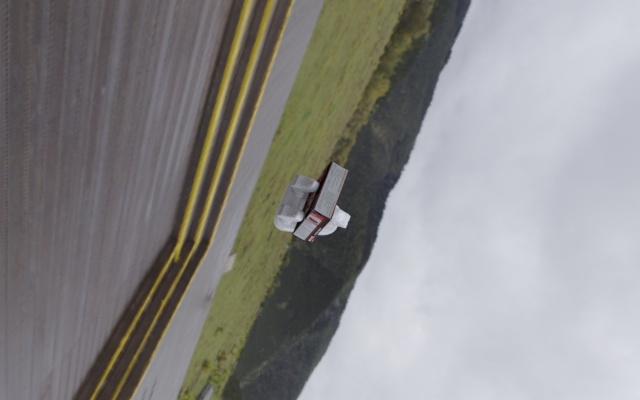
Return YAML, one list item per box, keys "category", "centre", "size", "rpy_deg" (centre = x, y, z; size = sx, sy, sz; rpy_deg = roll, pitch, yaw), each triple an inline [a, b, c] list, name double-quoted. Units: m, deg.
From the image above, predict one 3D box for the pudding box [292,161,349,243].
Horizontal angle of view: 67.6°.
- category: "pudding box"
  centre: [0.000, 0.003, 0.791]
  size: [0.039, 0.113, 0.090]
  rpy_deg: [26, -38, -10]
